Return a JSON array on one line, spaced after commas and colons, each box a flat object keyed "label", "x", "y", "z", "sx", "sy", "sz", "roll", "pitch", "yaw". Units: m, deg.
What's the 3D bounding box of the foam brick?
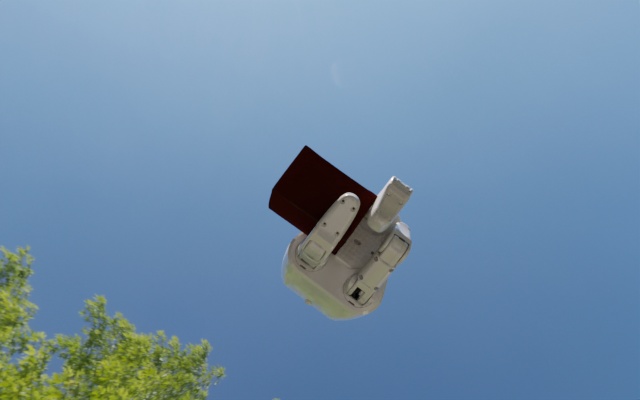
[{"label": "foam brick", "x": 0.000, "y": 0.001, "z": 0.421, "sx": 0.078, "sy": 0.053, "sz": 0.051, "roll": 36, "pitch": -21, "yaw": 3}]
